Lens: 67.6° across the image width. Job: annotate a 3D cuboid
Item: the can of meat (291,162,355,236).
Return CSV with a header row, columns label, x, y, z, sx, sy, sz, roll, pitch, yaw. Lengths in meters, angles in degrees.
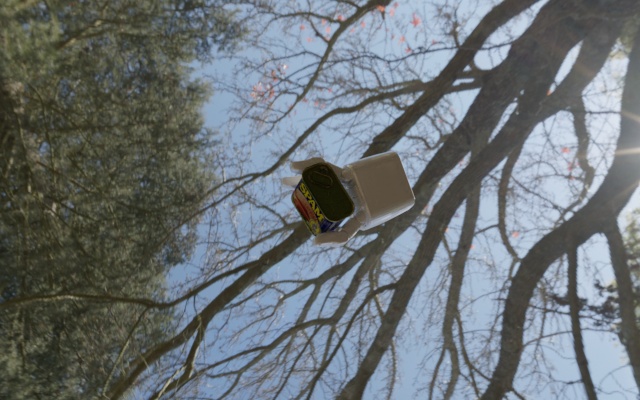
label,x,y,z,sx,sy,sz,roll,pitch,yaw
can of meat,0.000,0.003,0.786,0.057,0.102,0.084,-24,-15,-28
